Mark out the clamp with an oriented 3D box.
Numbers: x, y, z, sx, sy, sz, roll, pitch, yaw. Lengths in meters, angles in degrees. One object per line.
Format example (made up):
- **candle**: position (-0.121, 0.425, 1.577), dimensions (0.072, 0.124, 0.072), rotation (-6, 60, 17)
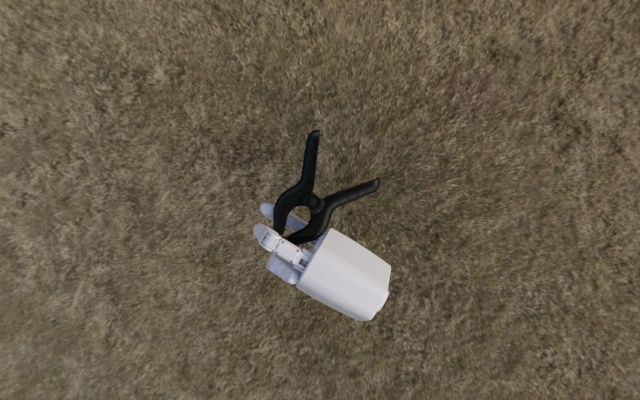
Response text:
- **clamp**: position (0.000, 0.002, 0.660), dimensions (0.120, 0.171, 0.039), rotation (30, 2, 3)
